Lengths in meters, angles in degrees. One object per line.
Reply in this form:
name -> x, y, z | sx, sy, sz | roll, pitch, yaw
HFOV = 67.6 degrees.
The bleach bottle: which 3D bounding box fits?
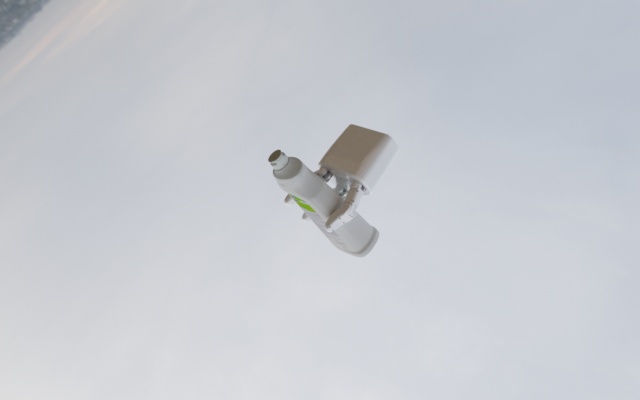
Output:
bleach bottle -> 0.000, 0.003, 0.854 | 0.102, 0.068, 0.251 | 13, -27, 51
